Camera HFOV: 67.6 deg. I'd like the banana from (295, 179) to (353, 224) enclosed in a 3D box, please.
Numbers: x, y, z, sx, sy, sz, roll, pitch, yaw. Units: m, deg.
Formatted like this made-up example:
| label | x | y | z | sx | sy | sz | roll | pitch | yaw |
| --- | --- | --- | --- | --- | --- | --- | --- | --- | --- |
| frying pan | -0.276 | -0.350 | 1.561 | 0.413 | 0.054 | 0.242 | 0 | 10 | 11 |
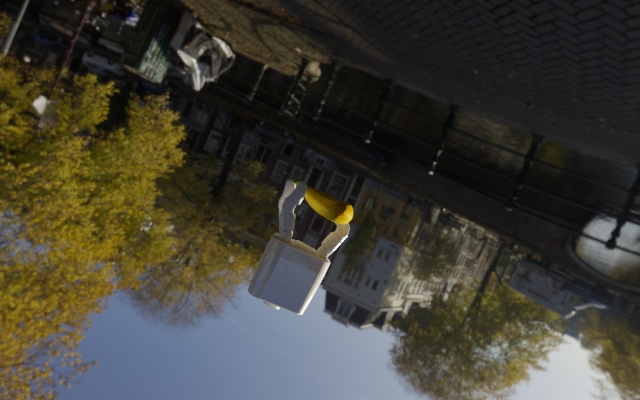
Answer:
| label | x | y | z | sx | sy | sz | roll | pitch | yaw |
| --- | --- | --- | --- | --- | --- | --- | --- | --- | --- |
| banana | 0.013 | 0.010 | 0.787 | 0.070 | 0.037 | 0.197 | 30 | -1 | -26 |
